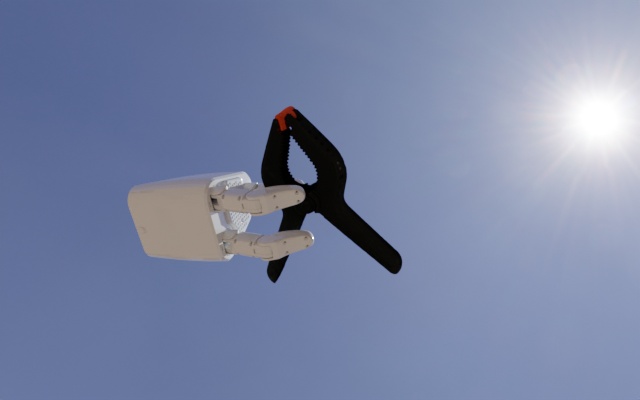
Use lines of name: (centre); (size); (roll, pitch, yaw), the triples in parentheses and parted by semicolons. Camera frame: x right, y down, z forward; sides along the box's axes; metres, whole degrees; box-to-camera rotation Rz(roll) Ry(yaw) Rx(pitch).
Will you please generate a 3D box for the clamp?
clamp: (0.000, 0.001, 0.521); (0.164, 0.210, 0.036); (-2, 25, 18)
